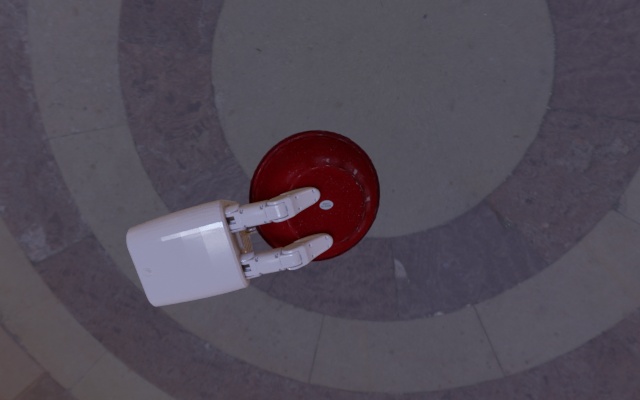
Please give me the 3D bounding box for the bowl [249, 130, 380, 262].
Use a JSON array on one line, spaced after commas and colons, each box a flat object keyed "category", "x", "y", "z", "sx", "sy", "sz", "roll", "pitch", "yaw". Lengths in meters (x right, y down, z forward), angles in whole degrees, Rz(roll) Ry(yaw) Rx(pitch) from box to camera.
[{"category": "bowl", "x": 0.001, "y": 0.001, "z": 0.550, "sx": 0.162, "sy": 0.162, "sz": 0.055, "roll": 0, "pitch": 12, "yaw": -12}]
